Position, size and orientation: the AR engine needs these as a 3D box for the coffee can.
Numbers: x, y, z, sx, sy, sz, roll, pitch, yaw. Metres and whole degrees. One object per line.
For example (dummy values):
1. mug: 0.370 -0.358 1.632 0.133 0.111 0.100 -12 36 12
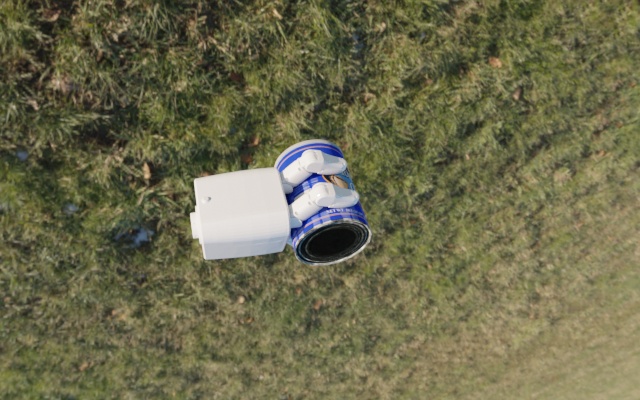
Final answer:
1. coffee can: 0.000 0.002 0.649 0.103 0.140 0.103 -11 -36 -8
